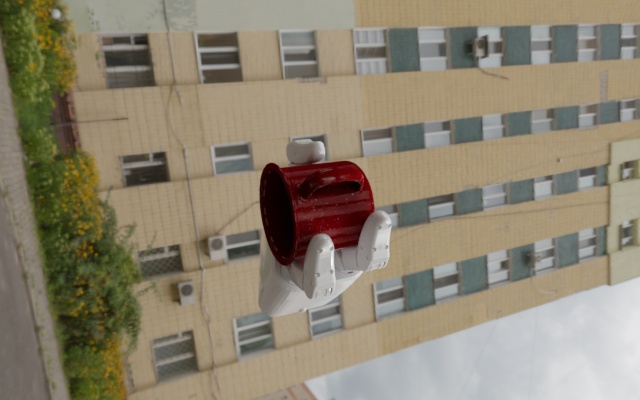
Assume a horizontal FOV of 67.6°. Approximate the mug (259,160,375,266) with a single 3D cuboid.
[{"bbox_3d":[0.001,0.001,0.430,0.081,0.093,0.117,-9,-25,-24],"label":"mug"}]
